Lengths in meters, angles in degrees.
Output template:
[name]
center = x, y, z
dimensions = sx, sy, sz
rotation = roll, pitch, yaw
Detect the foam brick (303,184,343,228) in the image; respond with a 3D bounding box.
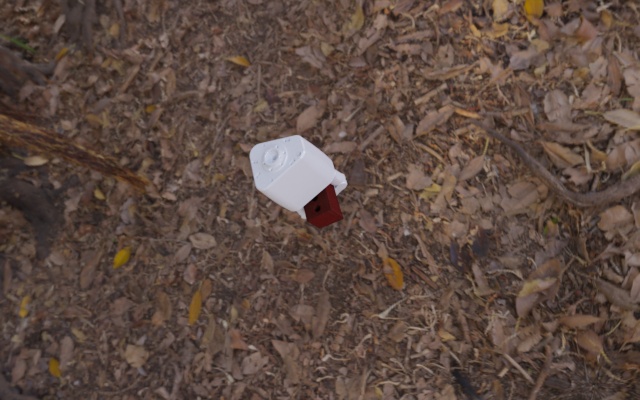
[foam brick]
center = 0.000, 0.003, 0.876
dimensions = 0.053, 0.078, 0.051
rotation = -26, -29, 19
